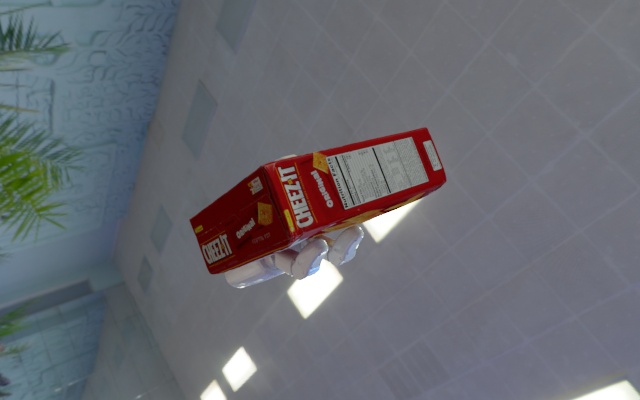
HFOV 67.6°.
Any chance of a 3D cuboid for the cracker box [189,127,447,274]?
[{"bbox_3d":[0.000,0.001,0.491,0.213,0.072,0.164,-18,-6,-39],"label":"cracker box"}]
